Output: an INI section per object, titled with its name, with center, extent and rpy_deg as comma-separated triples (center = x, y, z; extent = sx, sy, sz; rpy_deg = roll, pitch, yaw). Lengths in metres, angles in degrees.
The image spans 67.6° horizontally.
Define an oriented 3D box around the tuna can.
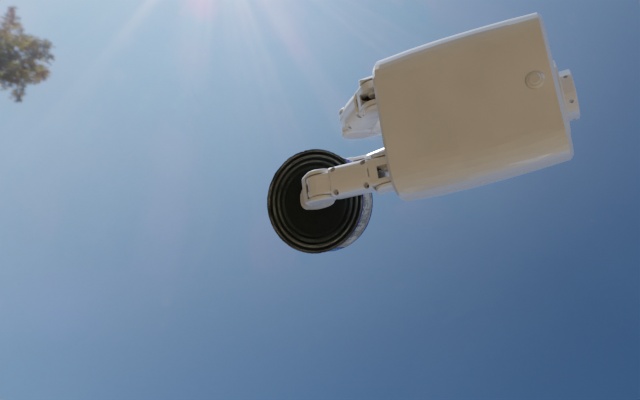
[tuna can]
center = 0.000, 0.001, 0.404
extent = 0.086, 0.086, 0.034
rpy_deg = 0, -3, 24
